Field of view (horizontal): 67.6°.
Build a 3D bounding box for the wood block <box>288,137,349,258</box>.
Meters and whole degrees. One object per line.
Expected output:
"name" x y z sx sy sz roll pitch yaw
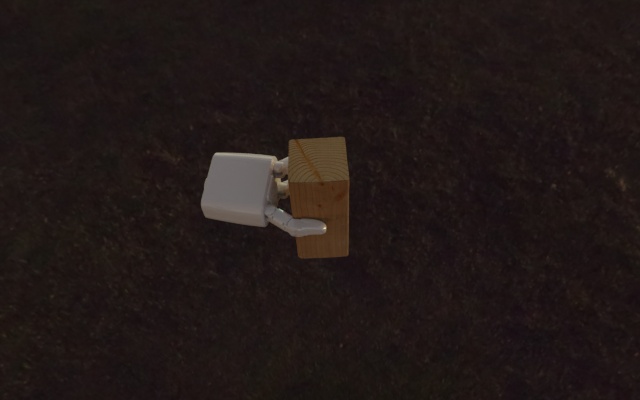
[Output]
"wood block" 0.000 0.003 0.789 0.090 0.090 0.206 -3 -38 1
